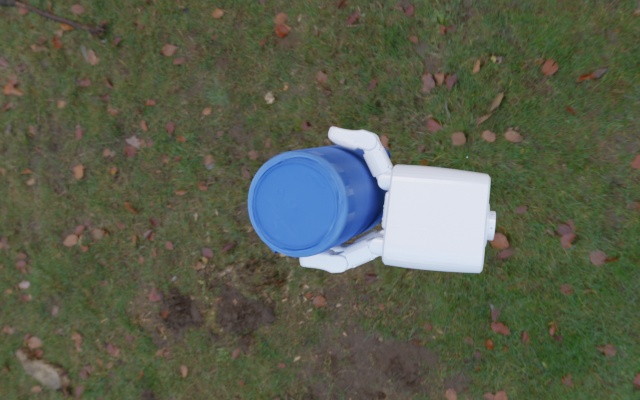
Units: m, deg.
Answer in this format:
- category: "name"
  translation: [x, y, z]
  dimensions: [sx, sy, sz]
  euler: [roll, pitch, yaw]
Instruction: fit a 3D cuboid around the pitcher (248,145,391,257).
- category: "pitcher"
  translation: [0.000, 0.002, 0.586]
  dimensions: [0.145, 0.149, 0.243]
  euler: [5, 6, 16]
